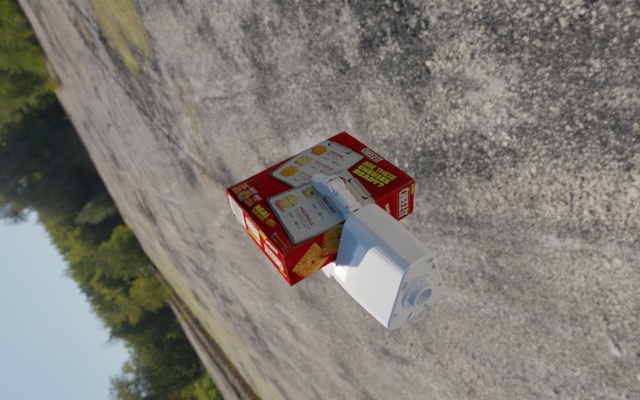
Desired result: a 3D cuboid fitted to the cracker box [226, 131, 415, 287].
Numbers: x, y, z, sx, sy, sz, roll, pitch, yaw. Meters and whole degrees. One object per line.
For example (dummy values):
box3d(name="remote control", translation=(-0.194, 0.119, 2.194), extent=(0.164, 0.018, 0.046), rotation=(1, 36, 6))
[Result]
box3d(name="cracker box", translation=(0.000, 0.002, 0.679), extent=(0.213, 0.072, 0.164), rotation=(-28, 46, -22))
